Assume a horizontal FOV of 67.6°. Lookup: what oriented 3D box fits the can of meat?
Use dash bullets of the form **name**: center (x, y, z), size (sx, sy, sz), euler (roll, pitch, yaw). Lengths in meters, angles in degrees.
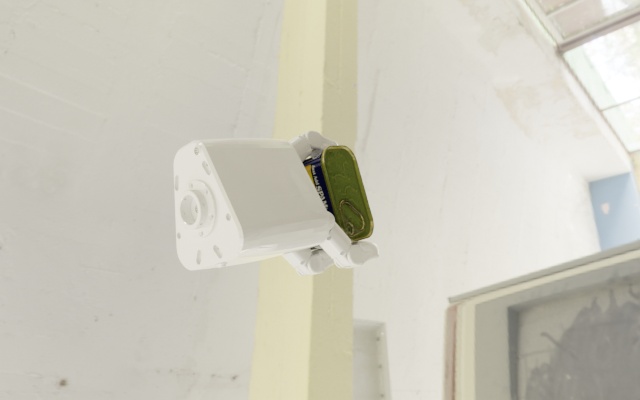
- **can of meat**: center (0.000, 0.002, 0.519), size (0.084, 0.102, 0.057), euler (-19, -5, 39)
